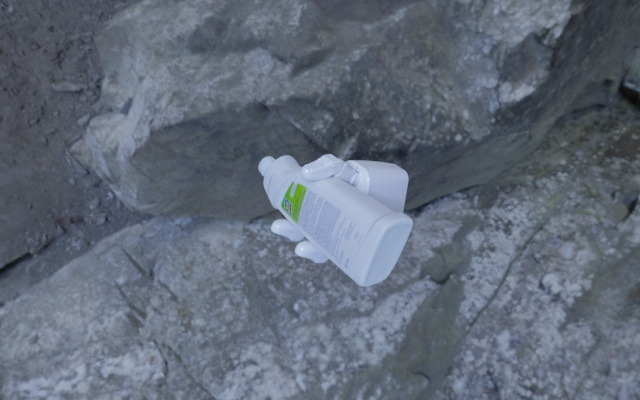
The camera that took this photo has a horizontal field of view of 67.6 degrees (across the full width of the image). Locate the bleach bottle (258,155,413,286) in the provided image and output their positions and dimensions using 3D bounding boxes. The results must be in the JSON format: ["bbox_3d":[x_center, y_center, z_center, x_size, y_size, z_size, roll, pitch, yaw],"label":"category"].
[{"bbox_3d":[0.000,0.002,0.640,0.068,0.103,0.250,-6,34,-45],"label":"bleach bottle"}]
